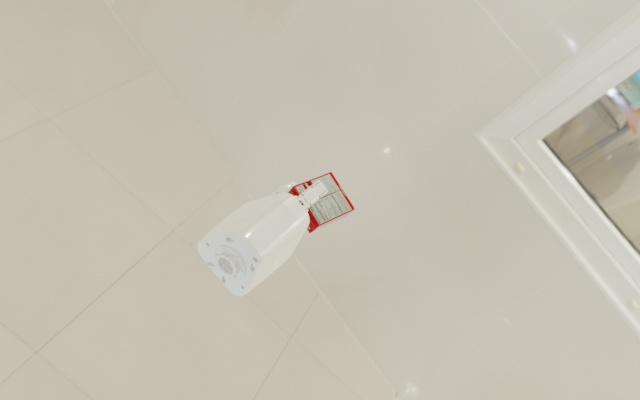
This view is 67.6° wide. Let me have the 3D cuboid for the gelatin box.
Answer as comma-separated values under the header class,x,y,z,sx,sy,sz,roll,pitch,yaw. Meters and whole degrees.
class,x,y,z,sx,sy,sz,roll,pitch,yaw
gelatin box,0.001,0.002,0.745,0.089,0.073,0.030,-24,-13,-42
